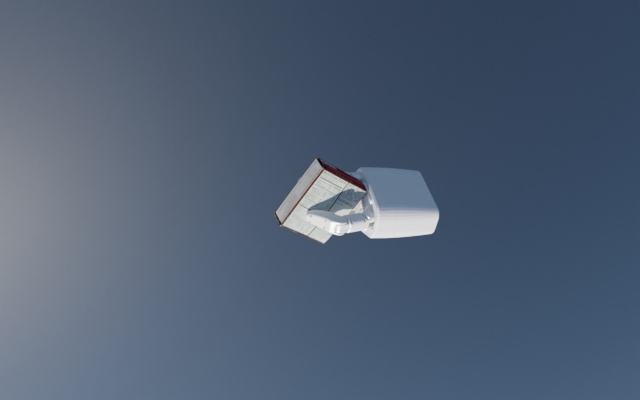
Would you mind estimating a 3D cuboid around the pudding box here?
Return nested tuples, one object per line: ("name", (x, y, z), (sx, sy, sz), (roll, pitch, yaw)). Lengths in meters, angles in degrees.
("pudding box", (0.000, 0.002, 0.711), (0.090, 0.113, 0.039), (27, 19, -33))
